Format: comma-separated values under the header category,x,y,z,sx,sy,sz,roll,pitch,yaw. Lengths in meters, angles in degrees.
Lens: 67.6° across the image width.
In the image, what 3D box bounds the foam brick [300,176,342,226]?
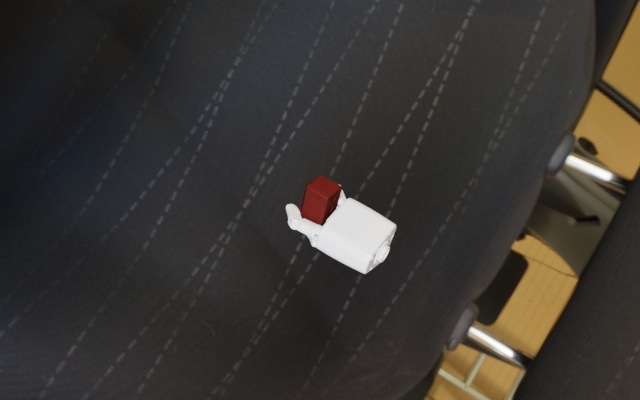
category,x,y,z,sx,sy,sz,roll,pitch,yaw
foam brick,0.000,0.003,0.893,0.051,0.078,0.053,29,38,21
